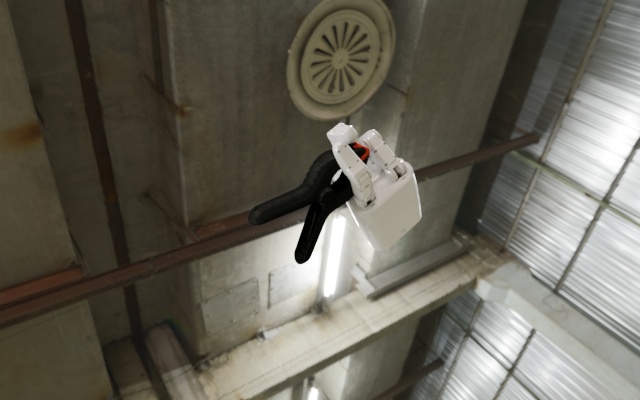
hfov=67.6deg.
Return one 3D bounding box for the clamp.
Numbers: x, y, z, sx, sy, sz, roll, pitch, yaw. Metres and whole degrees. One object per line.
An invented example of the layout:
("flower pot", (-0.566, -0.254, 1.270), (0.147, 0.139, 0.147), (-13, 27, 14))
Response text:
("clamp", (0.000, 0.001, 0.599), (0.039, 0.171, 0.120), (42, -13, 39))
